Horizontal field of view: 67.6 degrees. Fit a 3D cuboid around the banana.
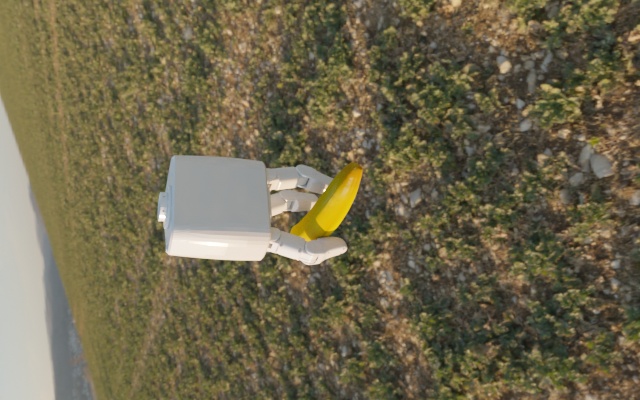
[{"bbox_3d":[-0.003,0.020,0.586,0.037,0.069,0.198,15,-25,-17],"label":"banana"}]
